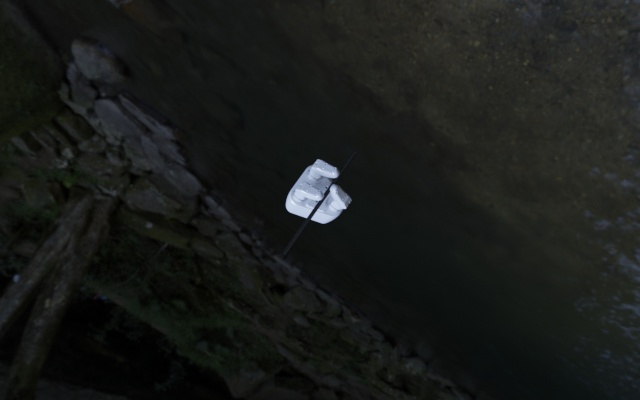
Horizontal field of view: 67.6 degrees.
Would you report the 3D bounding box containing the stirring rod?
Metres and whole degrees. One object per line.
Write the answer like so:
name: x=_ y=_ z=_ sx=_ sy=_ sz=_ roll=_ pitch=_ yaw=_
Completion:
stirring rod: x=0.000 y=0.003 z=0.890 sx=0.011 sy=0.239 sz=0.011 roll=32 pitch=-16 yaw=10
